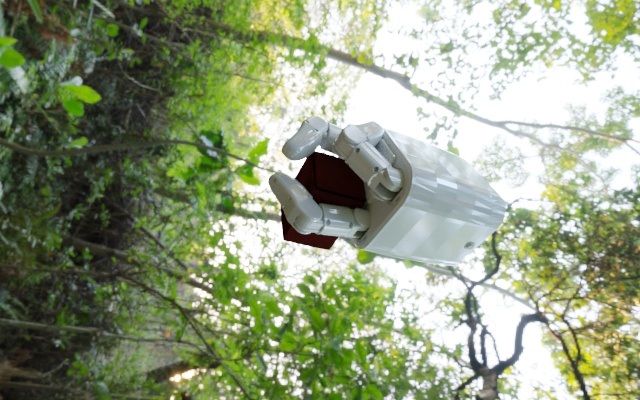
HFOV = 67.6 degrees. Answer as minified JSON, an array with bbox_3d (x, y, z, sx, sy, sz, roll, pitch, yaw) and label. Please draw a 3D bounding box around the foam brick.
[{"bbox_3d":[0.000,0.002,0.452,0.051,0.053,0.078,14,-45,-21],"label":"foam brick"}]
